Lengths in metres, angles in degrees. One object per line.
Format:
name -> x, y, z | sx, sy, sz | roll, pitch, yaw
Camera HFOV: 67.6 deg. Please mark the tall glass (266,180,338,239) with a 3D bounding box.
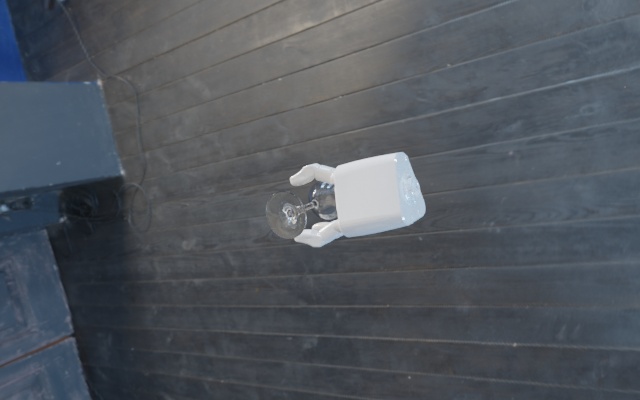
tall glass -> 0.000, 0.003, 0.799 | 0.079, 0.079, 0.201 | 0, 11, 32
